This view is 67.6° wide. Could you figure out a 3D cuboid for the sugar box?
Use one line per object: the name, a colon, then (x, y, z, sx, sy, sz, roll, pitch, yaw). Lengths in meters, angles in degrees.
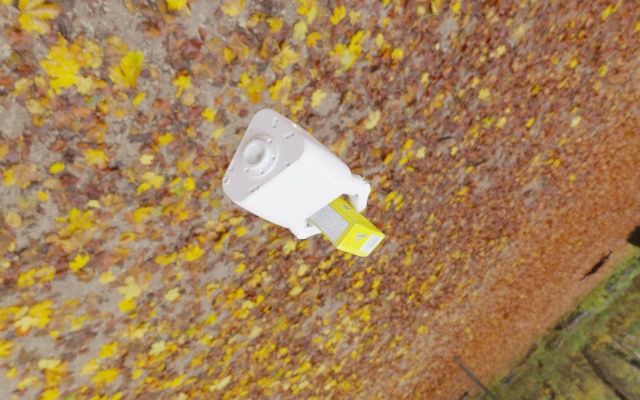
sugar box: (0.000, 0.002, 0.658, 0.176, 0.048, 0.093, 46, 11, 31)
